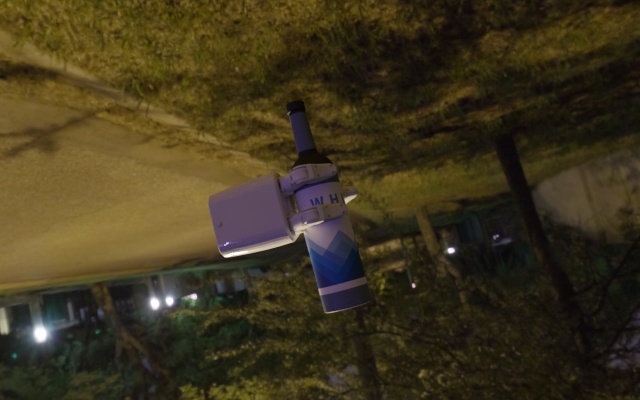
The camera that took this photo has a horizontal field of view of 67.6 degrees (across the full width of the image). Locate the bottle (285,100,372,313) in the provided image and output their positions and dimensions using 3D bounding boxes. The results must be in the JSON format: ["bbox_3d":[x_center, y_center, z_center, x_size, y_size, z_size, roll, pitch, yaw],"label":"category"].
[{"bbox_3d":[0.000,0.002,0.664,0.069,0.295,0.069,-15,-8,-2],"label":"bottle"}]
